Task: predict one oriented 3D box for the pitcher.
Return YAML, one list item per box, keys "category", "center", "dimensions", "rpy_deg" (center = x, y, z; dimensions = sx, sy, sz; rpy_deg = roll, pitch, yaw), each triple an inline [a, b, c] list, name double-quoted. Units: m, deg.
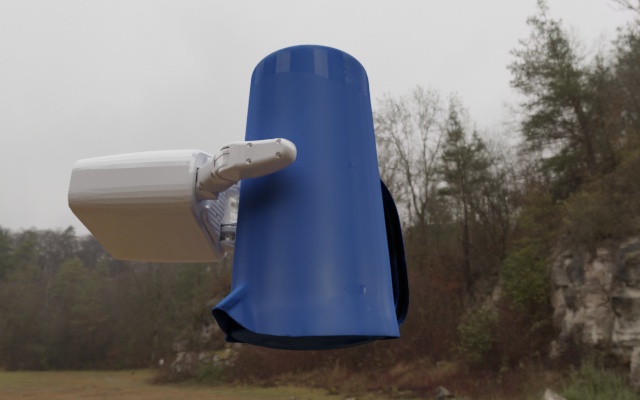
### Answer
- category: "pitcher"
  center: [0.000, 0.001, 0.409]
  dimensions: [0.145, 0.242, 0.149]
  rpy_deg: [-3, -18, 7]
